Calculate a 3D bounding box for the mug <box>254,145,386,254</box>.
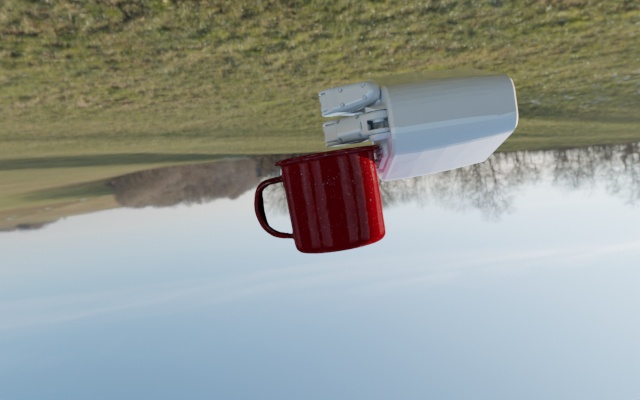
[{"bbox_3d":[-0.001,0.002,0.420,0.117,0.081,0.093,-10,3,-1],"label":"mug"}]
